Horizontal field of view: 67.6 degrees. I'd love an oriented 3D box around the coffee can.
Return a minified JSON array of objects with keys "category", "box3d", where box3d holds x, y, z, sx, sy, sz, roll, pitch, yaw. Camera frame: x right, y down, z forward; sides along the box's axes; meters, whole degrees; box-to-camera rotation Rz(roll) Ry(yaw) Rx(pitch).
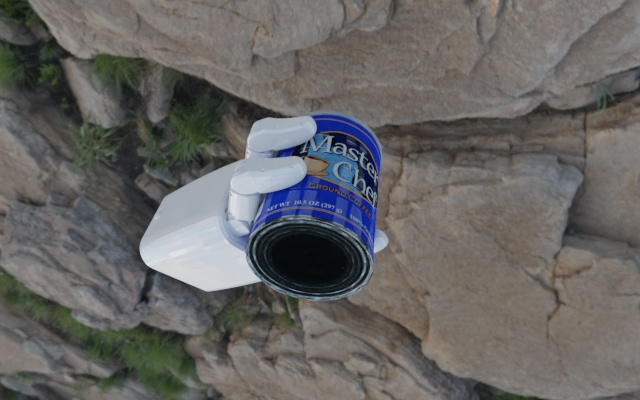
[{"category":"coffee can","box3d":[0.000,0.001,0.424,0.103,0.103,0.140,0,43,11]}]
